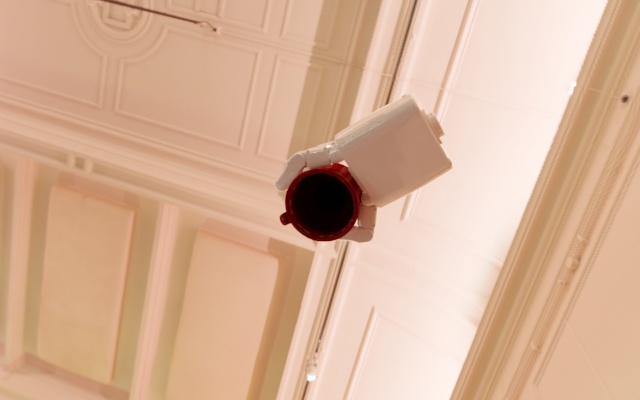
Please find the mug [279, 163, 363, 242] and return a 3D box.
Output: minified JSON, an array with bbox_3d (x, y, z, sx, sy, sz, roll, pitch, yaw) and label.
[{"bbox_3d":[-0.001,0.003,0.622,0.117,0.093,0.081,-27,6,19],"label":"mug"}]
